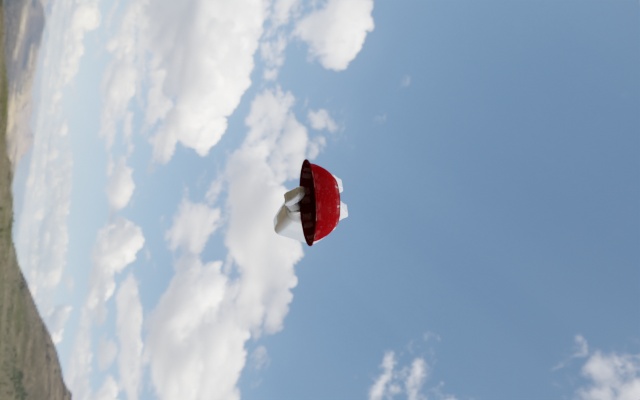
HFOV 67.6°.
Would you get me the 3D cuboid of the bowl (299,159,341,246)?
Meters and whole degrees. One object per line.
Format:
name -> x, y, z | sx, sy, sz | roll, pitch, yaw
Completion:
bowl -> 0.001, 0.003, 0.885 | 0.055, 0.162, 0.162 | -3, 0, -12
